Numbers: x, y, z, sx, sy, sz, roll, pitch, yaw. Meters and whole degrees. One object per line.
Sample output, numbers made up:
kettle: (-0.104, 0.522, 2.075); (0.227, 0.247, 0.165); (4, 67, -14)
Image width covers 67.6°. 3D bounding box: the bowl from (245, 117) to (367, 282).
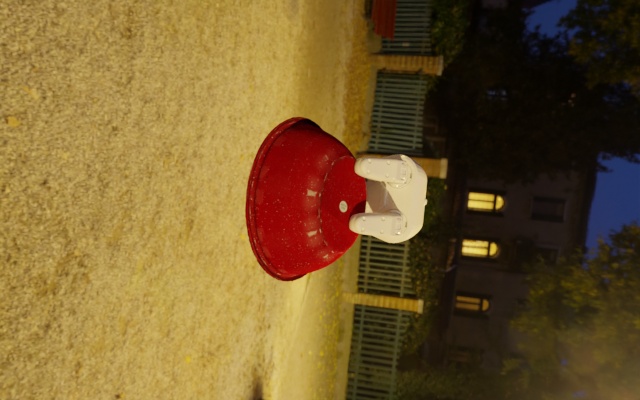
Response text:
bowl: (0.000, 0.002, 0.457); (0.055, 0.162, 0.162); (6, 3, 32)
